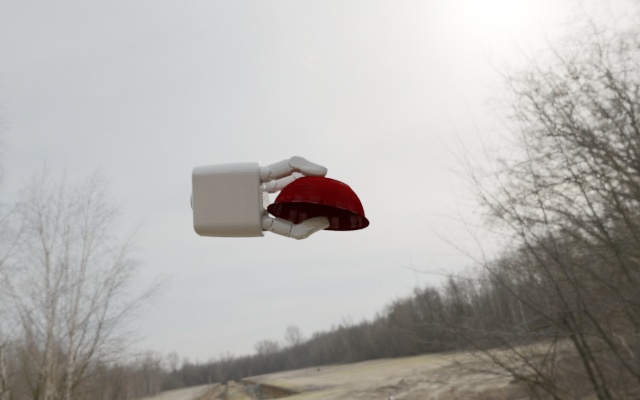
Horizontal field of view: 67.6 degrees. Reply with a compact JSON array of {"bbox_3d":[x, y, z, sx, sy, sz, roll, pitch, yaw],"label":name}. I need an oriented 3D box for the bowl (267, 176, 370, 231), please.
[{"bbox_3d":[0.001,0.002,0.747,0.162,0.055,0.162,8,-16,2],"label":"bowl"}]
